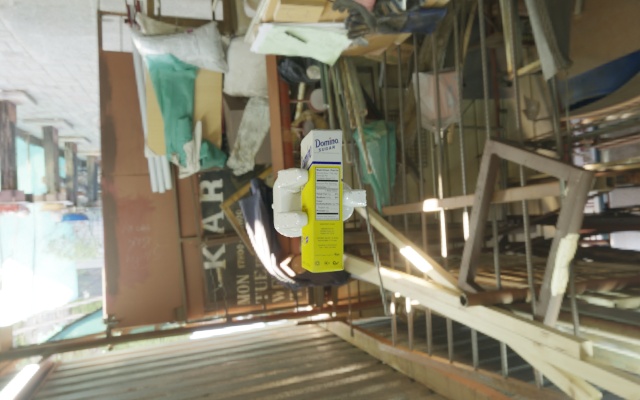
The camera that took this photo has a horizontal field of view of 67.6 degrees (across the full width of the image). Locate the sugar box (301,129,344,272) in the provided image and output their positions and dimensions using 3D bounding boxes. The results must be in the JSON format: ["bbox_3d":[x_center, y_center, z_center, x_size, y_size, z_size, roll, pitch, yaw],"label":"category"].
[{"bbox_3d":[0.000,0.002,0.626,0.048,0.176,0.093,-2,-4,-12],"label":"sugar box"}]
